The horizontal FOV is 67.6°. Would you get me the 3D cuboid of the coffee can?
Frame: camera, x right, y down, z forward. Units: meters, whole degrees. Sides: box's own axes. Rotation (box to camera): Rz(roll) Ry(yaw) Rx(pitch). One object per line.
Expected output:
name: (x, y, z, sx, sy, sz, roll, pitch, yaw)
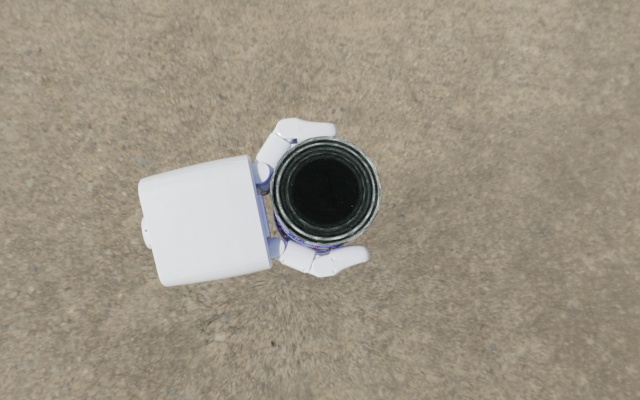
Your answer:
coffee can: (0.000, 0.002, 0.501, 0.103, 0.103, 0.140, 0, -9, -4)
